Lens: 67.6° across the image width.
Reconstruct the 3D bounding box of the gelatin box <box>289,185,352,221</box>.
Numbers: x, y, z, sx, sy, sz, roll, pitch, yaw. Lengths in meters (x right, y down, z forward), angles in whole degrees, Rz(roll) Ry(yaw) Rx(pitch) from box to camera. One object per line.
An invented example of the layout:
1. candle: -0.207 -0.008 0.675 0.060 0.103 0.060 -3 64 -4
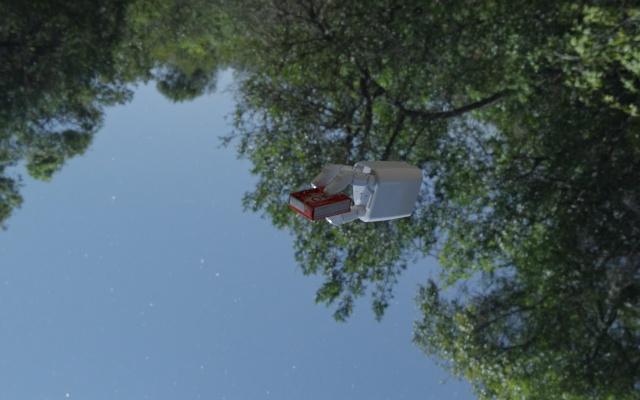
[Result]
1. gelatin box: 0.000 0.003 0.862 0.089 0.030 0.073 -13 28 -35
